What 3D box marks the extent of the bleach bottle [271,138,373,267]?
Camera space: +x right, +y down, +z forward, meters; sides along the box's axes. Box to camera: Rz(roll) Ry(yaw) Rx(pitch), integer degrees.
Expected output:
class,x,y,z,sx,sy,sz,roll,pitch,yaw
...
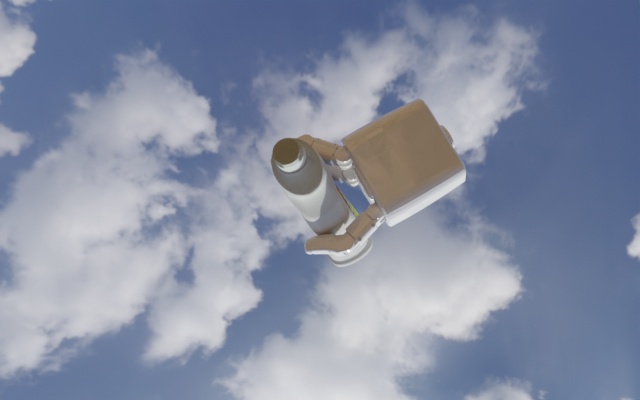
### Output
class,x,y,z,sx,sy,sz,roll,pitch,yaw
bleach bottle,0.000,0.002,0.569,0.068,0.102,0.251,-31,-24,1
